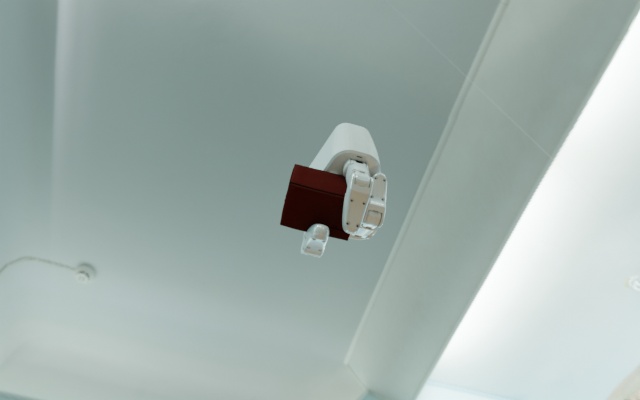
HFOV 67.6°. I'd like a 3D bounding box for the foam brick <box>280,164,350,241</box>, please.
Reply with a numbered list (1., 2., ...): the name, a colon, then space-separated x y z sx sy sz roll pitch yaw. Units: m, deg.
1. foam brick: 0.000 0.002 0.515 0.078 0.053 0.051 14 28 -6
